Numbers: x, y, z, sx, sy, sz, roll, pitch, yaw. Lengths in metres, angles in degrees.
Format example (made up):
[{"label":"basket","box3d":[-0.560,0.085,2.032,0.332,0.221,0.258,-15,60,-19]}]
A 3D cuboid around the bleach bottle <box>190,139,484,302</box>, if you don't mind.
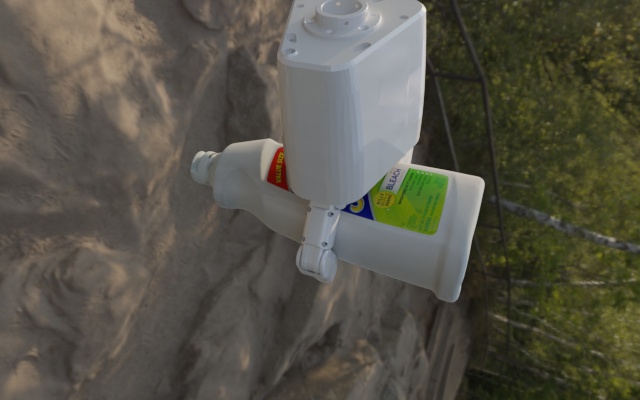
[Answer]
[{"label":"bleach bottle","box3d":[0.000,0.001,0.404,0.251,0.068,0.102,13,49,17]}]
